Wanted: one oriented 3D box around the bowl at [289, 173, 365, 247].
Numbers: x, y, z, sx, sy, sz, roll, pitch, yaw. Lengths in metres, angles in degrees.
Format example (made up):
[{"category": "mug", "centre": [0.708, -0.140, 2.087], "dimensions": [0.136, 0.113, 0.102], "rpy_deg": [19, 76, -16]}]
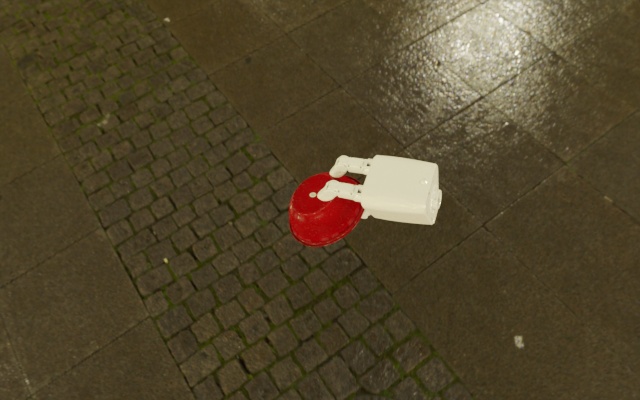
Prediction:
[{"category": "bowl", "centre": [-0.001, 0.003, 0.883], "dimensions": [0.162, 0.162, 0.055], "rpy_deg": [0, -34, 34]}]
